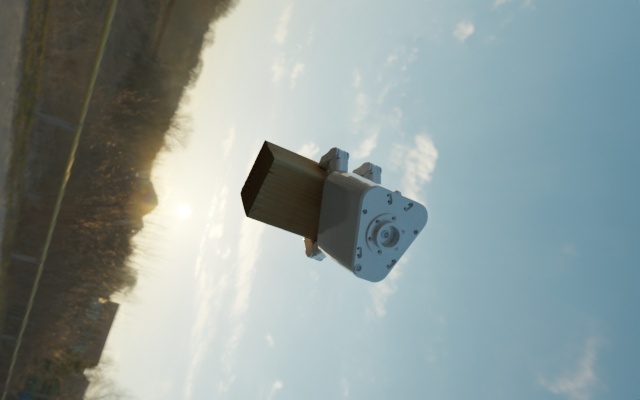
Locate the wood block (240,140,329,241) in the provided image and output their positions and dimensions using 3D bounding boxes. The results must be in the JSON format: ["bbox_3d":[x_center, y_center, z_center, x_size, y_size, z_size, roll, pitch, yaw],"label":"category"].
[{"bbox_3d":[0.000,0.003,0.686,0.206,0.091,0.090,22,16,-23],"label":"wood block"}]
